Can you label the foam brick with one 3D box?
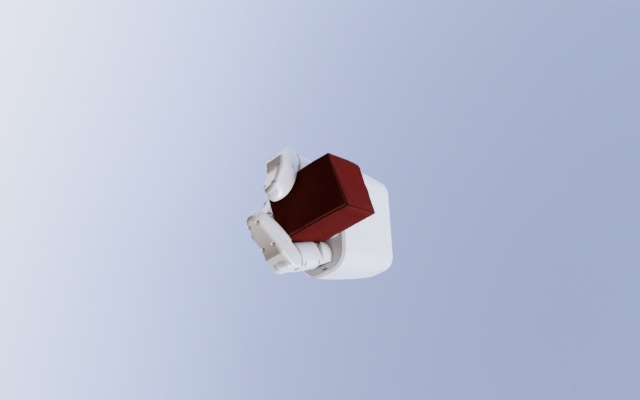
[{"bbox_3d":[0.000,0.001,0.435,0.078,0.053,0.051,-30,-26,29],"label":"foam brick"}]
